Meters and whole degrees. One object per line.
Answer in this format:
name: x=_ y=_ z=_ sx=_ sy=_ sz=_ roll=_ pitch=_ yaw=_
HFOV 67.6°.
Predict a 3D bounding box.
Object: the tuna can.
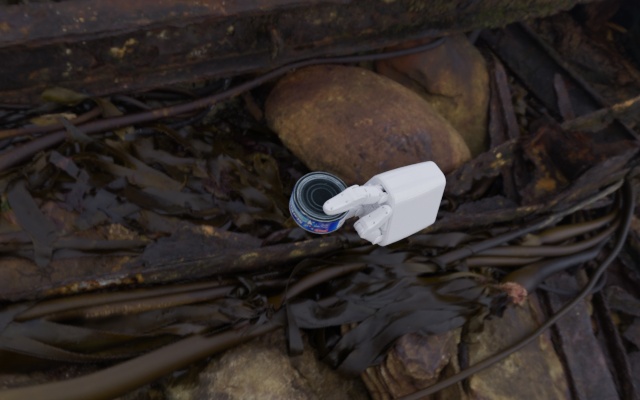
tuna can: x=0.000 y=0.002 z=0.679 sx=0.086 sy=0.086 sz=0.034 roll=0 pitch=-31 yaw=-13
